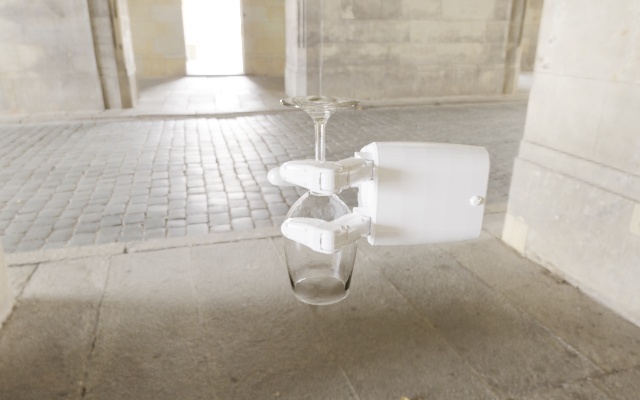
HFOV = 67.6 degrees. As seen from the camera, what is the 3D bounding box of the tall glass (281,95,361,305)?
[{"bbox_3d":[0.000,0.001,0.476,0.079,0.201,0.079,0,20,0],"label":"tall glass"}]
